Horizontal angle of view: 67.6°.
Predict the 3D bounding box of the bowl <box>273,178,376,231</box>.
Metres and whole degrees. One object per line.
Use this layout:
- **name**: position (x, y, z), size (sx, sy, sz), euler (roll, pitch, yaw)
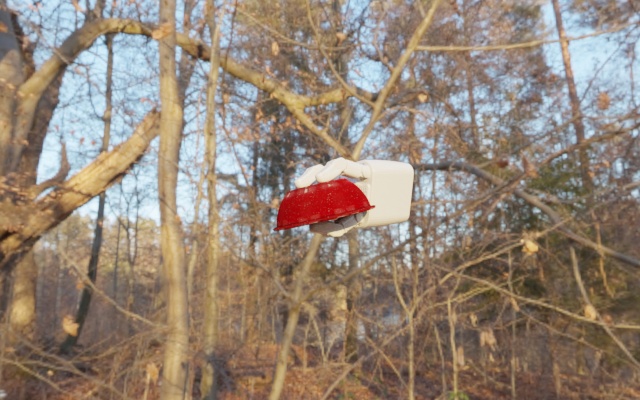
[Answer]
- **bowl**: position (-0.001, 0.002, 0.730), size (0.162, 0.055, 0.162), euler (-13, 1, 0)
